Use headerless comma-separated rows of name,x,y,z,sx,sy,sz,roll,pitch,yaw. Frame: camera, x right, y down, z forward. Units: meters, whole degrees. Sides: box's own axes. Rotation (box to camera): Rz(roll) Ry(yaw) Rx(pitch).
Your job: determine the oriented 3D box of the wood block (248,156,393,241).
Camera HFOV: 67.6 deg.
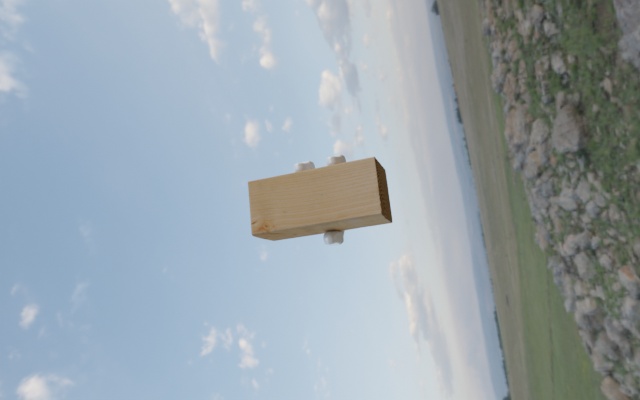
wood block,0.000,0.003,0.756,0.206,0.090,0.090,-10,-14,17
